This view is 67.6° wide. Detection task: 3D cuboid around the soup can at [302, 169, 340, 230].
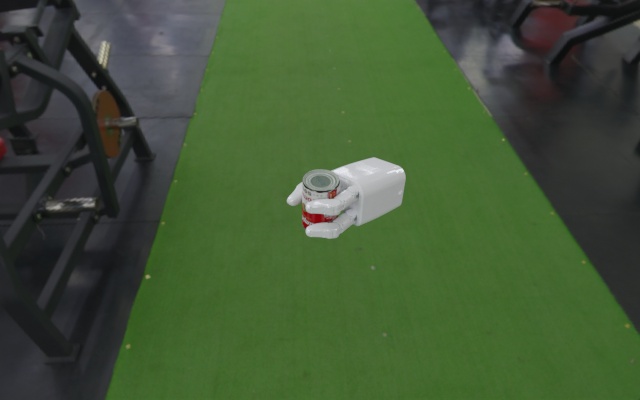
[{"bbox_3d":[0.000,0.003,0.869,0.068,0.102,0.068,1,39,-1],"label":"soup can"}]
